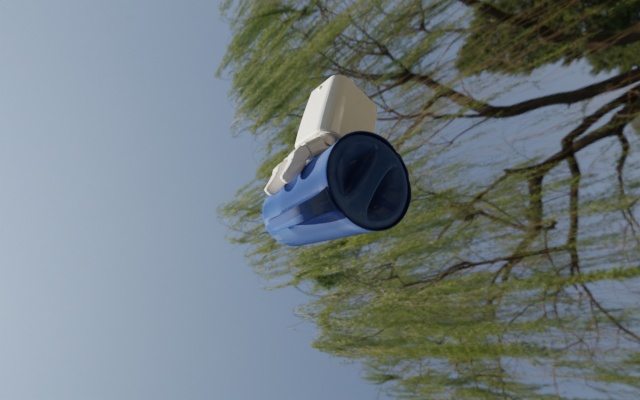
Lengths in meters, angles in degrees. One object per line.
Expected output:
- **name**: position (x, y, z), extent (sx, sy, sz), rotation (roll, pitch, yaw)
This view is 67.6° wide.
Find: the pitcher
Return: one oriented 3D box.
- **pitcher**: position (0.000, 0.002, 0.700), extent (0.149, 0.145, 0.243), rotation (23, -24, -24)
